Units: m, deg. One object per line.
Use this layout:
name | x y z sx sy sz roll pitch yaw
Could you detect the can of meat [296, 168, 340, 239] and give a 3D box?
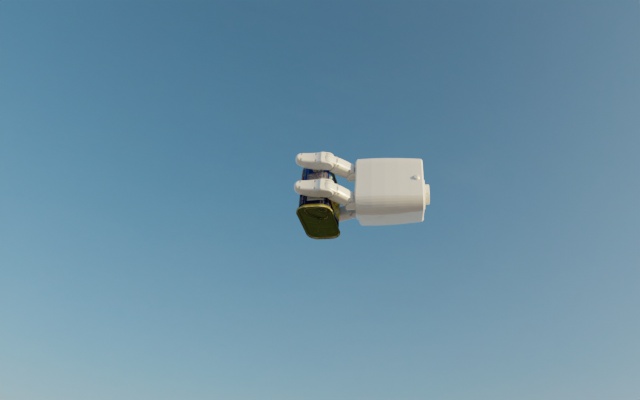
can of meat | 0.000 0.002 0.781 0.057 0.084 0.102 -4 -34 13
